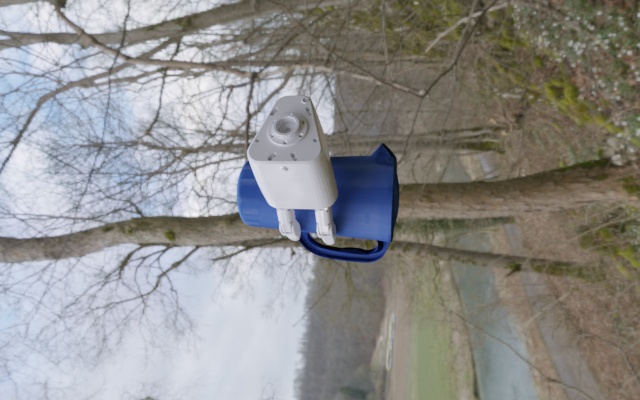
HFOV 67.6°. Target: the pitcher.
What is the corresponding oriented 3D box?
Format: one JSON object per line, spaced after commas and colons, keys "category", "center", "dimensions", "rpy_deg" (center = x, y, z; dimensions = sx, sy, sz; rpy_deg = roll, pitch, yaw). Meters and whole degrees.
{"category": "pitcher", "center": [0.000, 0.002, 0.746], "dimensions": [0.243, 0.149, 0.145], "rpy_deg": [2, -26, 11]}
